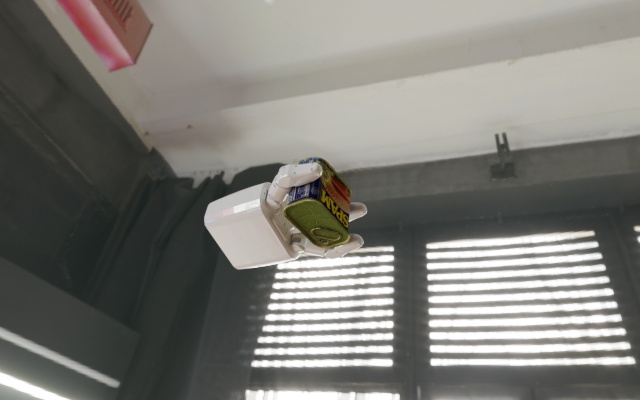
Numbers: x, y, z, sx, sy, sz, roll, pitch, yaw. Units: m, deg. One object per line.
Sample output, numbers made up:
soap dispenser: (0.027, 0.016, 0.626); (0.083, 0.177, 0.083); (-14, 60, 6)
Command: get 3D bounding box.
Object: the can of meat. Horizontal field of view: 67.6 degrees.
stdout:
can of meat: (0.000, 0.002, 0.652); (0.057, 0.084, 0.102); (-19, -46, 28)
